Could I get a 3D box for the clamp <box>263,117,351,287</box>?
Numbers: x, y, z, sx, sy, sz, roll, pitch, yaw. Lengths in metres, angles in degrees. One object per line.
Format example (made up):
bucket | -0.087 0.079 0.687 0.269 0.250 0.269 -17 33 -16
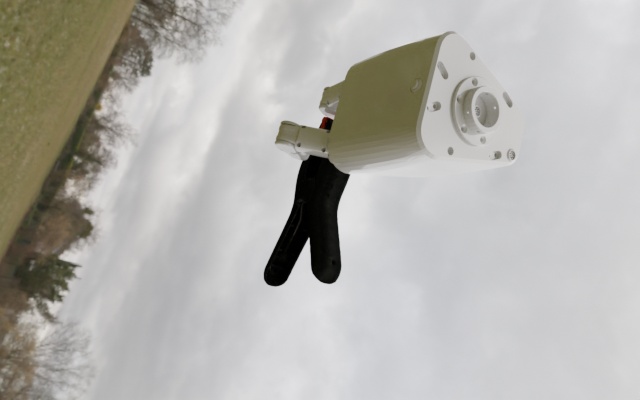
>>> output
clamp | 0.001 0.001 0.434 0.039 0.171 0.120 21 -11 -30
